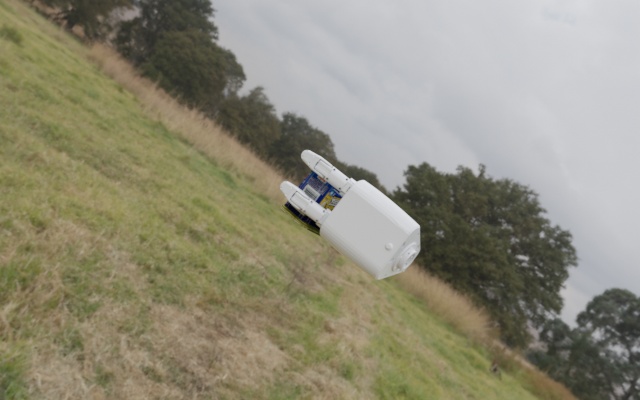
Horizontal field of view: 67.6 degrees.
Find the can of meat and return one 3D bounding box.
[{"bbox_3d":[0.000,0.002,0.725,0.057,0.084,0.102,40,3,29],"label":"can of meat"}]
